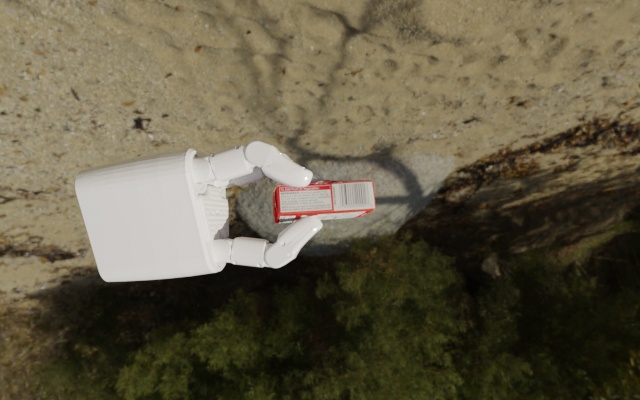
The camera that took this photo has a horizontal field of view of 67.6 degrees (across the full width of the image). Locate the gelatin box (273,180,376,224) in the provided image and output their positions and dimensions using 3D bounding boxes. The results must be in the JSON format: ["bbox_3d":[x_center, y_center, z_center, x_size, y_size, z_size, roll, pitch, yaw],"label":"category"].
[{"bbox_3d":[0.000,0.002,0.446,0.089,0.030,0.073,-3,-7,-7],"label":"gelatin box"}]
